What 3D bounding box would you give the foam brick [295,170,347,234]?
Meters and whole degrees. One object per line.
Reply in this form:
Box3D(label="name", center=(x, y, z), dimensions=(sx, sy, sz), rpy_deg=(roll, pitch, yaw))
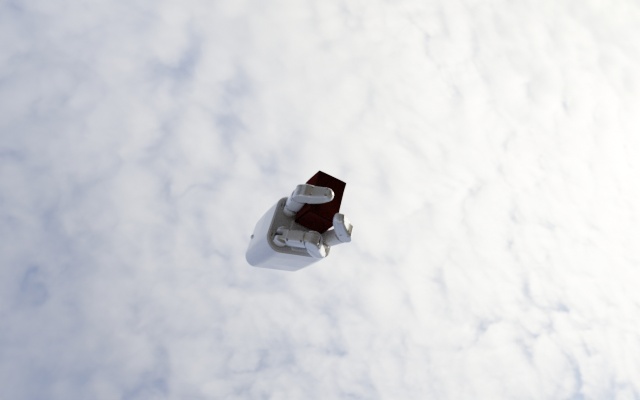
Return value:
Box3D(label="foam brick", center=(0.000, 0.002, 0.751), dimensions=(0.053, 0.078, 0.051), rpy_deg=(26, -33, -17))
